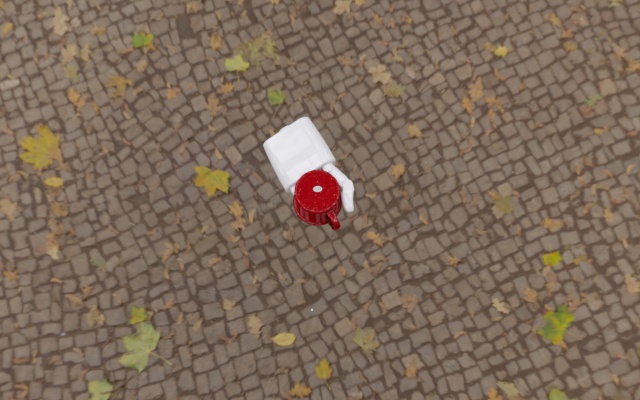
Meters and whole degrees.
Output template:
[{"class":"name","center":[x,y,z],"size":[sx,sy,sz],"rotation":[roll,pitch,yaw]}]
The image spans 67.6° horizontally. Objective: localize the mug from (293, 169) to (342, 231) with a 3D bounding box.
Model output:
[{"class":"mug","center":[0.001,0.004,0.865],"size":[0.093,0.117,0.081],"rotation":[-29,-13,-7]}]
